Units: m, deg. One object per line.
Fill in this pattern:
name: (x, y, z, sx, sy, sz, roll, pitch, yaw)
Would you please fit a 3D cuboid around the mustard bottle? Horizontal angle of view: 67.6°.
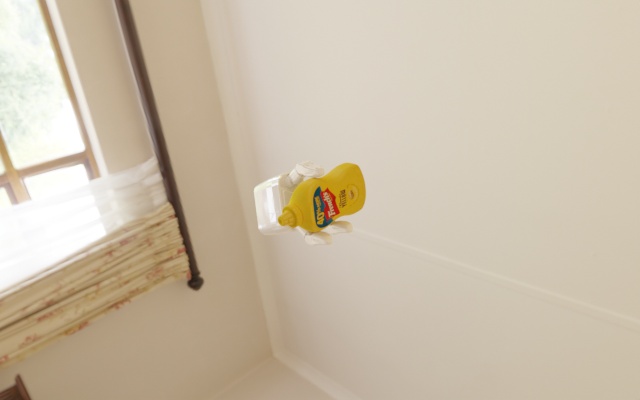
mustard bottle: (0.001, 0.003, 0.863, 0.191, 0.096, 0.058, -25, 30, -38)
